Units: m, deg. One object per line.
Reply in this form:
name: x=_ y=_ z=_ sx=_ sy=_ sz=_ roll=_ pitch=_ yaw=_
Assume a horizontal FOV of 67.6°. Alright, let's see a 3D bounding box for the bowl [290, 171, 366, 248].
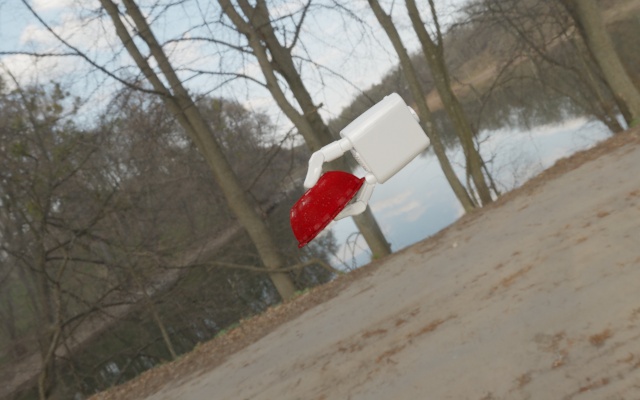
bowl: x=-0.001 y=0.003 z=0.791 sx=0.055 sy=0.162 sz=0.162 roll=43 pitch=-4 yaw=-4
